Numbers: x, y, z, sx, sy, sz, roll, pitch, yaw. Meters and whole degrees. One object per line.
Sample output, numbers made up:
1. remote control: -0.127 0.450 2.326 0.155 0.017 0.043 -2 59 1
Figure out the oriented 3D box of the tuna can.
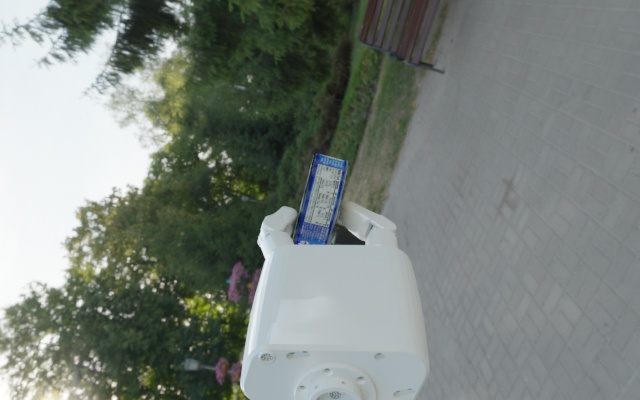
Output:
1. tuna can: 0.000 0.001 0.436 0.034 0.086 0.086 14 0 -2
